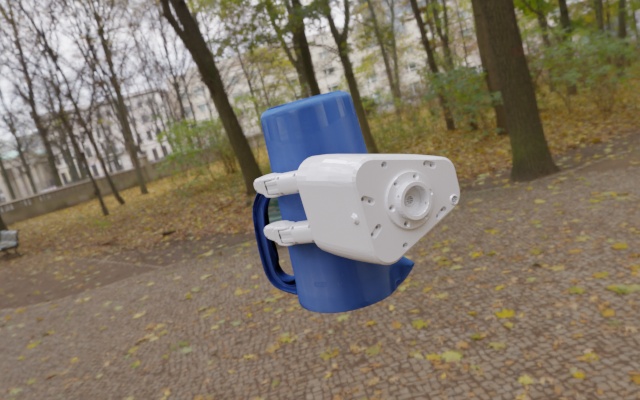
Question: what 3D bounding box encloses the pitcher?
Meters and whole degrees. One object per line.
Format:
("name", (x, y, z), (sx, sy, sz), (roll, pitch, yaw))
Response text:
("pitcher", (0.000, 0.002, 0.574), (0.149, 0.243, 0.145), (-19, 12, -24))
